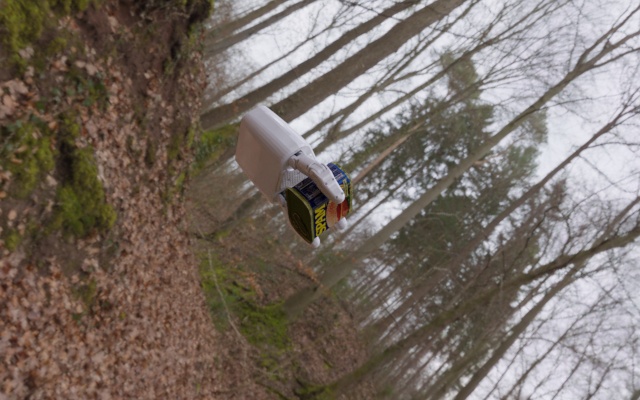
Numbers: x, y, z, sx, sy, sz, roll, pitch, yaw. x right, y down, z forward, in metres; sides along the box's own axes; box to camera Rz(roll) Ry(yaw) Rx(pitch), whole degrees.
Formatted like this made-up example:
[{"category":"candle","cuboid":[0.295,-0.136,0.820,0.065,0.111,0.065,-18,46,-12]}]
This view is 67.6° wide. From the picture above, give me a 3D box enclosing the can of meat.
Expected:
[{"category":"can of meat","cuboid":[0.000,0.002,0.704,0.084,0.102,0.057,-35,59,-22]}]
